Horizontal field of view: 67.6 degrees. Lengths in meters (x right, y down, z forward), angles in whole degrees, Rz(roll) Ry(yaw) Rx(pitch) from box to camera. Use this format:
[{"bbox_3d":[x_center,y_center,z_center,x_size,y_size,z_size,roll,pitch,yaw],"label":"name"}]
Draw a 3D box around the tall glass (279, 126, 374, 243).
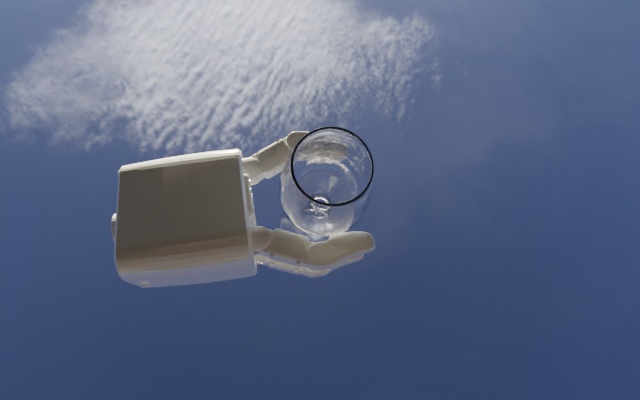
[{"bbox_3d":[0.000,0.002,0.442,0.079,0.079,0.201,0,-16,-6],"label":"tall glass"}]
